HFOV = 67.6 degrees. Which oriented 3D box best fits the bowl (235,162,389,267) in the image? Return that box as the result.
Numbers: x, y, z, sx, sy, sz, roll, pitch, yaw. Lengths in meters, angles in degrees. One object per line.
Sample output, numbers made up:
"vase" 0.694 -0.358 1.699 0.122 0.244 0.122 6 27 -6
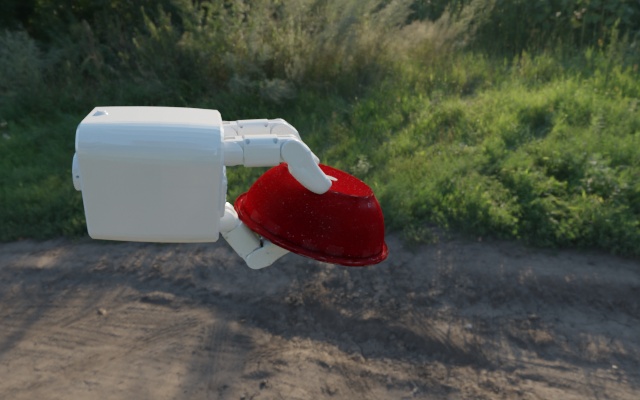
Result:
"bowl" 0.001 0.001 0.474 0.162 0.055 0.162 18 17 -6
